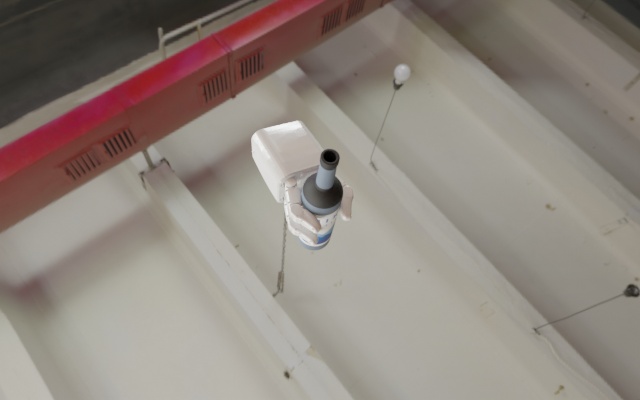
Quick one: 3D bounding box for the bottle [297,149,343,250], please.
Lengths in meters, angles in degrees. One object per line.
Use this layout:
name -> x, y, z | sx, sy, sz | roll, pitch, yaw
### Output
bottle -> 0.000, 0.003, 0.798 | 0.069, 0.069, 0.296 | 0, -26, -6
